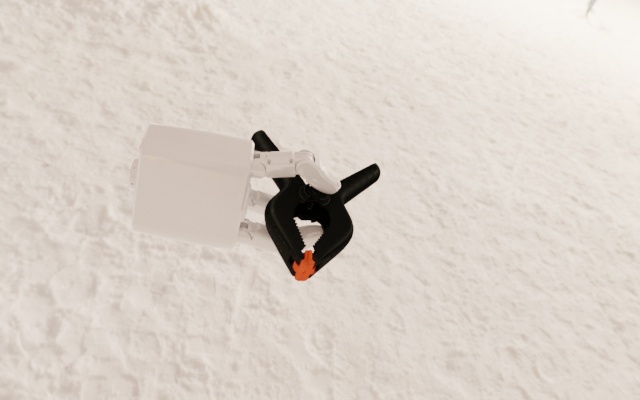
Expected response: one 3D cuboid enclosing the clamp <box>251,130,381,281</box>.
[{"bbox_3d":[0.000,0.001,0.524,0.164,0.036,0.209,10,40,-13],"label":"clamp"}]
